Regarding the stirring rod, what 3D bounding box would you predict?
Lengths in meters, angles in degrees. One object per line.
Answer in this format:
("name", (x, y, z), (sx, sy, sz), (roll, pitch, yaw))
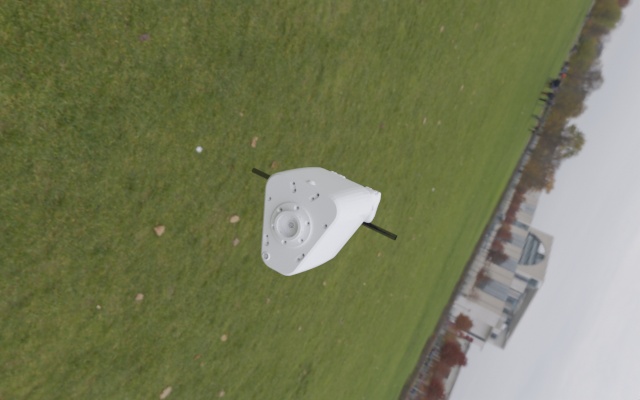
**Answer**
("stirring rod", (0.000, 0.002, 0.688), (0.239, 0.011, 0.011), (25, 9, 19))
